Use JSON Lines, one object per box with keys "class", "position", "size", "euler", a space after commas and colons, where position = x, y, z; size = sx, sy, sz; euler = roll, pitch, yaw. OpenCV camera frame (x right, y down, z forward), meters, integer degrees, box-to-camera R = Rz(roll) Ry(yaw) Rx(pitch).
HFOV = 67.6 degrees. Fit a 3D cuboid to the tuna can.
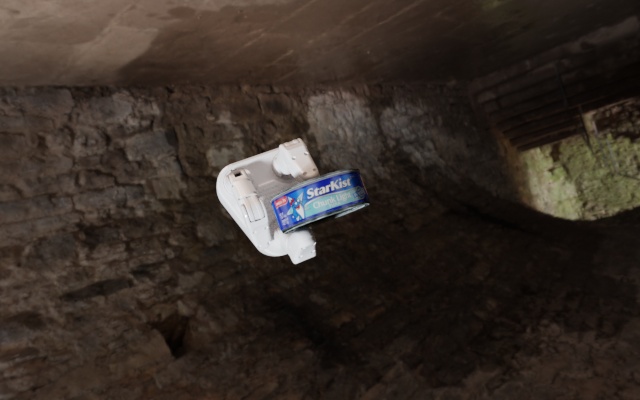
{"class": "tuna can", "position": [0.000, 0.002, 0.431], "size": [0.086, 0.033, 0.086], "euler": [-19, -6, -2]}
